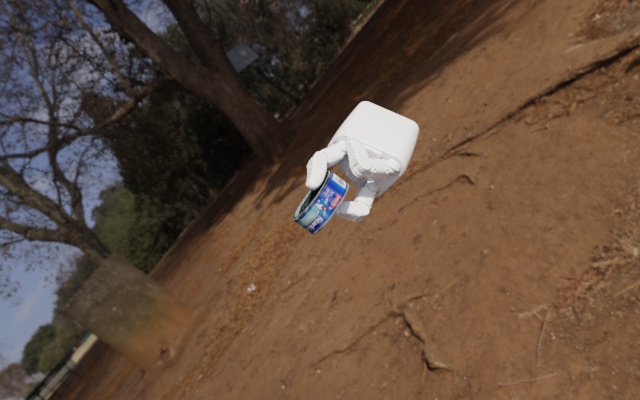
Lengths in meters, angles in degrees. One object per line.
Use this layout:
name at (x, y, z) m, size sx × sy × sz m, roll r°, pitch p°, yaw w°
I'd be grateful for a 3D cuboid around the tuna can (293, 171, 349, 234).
tuna can at (0.000, 0.002, 0.652) m, size 0.034 × 0.086 × 0.086 m, roll 36°, pitch -8°, yaw -10°
